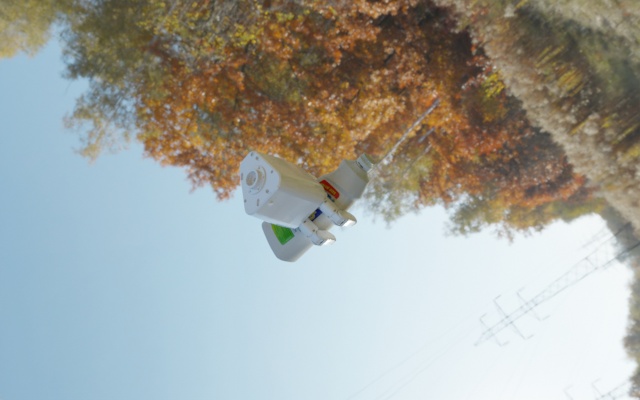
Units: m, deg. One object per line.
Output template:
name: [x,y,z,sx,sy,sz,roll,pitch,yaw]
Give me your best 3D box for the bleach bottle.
bleach bottle: [0.000,0.003,0.881,0.251,0.102,0.068,-45,-37,22]
